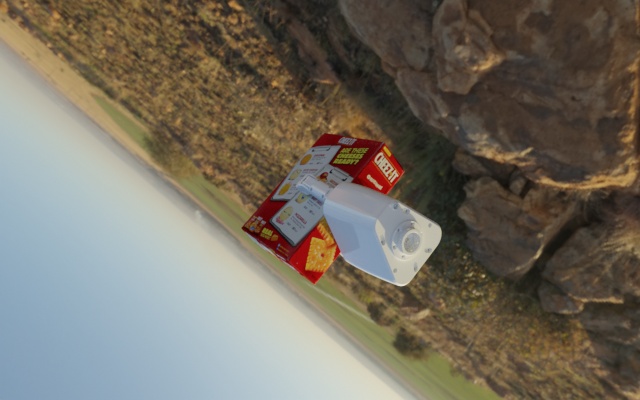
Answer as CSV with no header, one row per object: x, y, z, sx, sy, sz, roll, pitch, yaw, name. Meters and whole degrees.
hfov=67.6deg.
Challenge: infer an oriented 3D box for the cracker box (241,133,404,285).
0.000,0.002,0.725,0.072,0.213,0.164,48,-14,-31,cracker box
